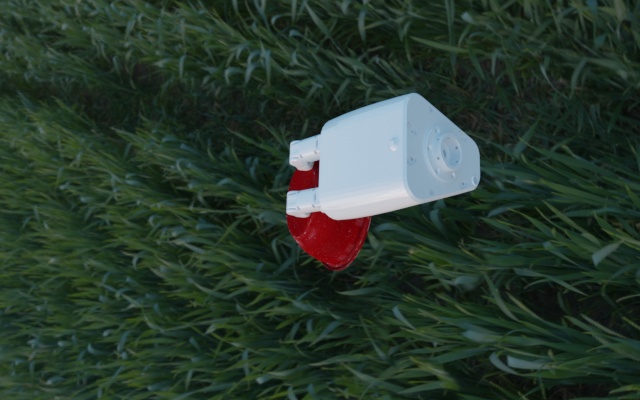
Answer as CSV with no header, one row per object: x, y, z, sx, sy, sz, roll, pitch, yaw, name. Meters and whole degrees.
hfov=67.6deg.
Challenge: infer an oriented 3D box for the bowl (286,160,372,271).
-0.001,0.002,0.578,0.055,0.162,0.162,7,-3,-24,bowl
